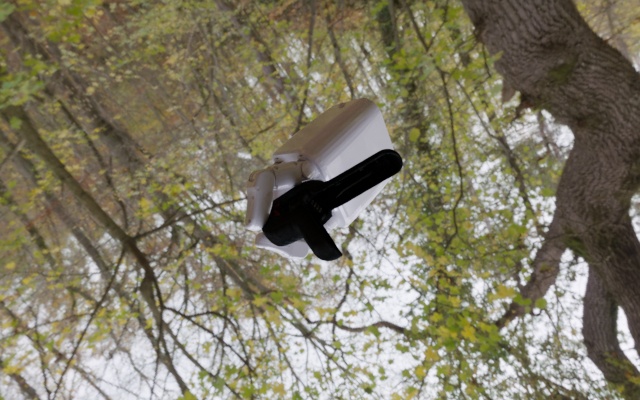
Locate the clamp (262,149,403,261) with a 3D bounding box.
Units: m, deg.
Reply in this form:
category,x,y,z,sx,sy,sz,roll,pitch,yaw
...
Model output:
category,x,y,z,sx,sy,sz,roll,pitch,yaw
clamp,0.000,0.002,0.450,0.120,0.039,0.171,-43,22,-23
